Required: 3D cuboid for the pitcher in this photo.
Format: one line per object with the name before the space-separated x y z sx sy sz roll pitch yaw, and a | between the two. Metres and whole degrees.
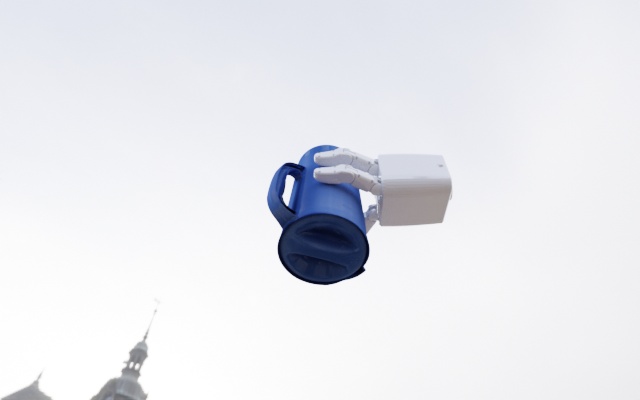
pitcher | 0.000 0.003 0.769 0.145 0.149 0.242 -1 34 2
